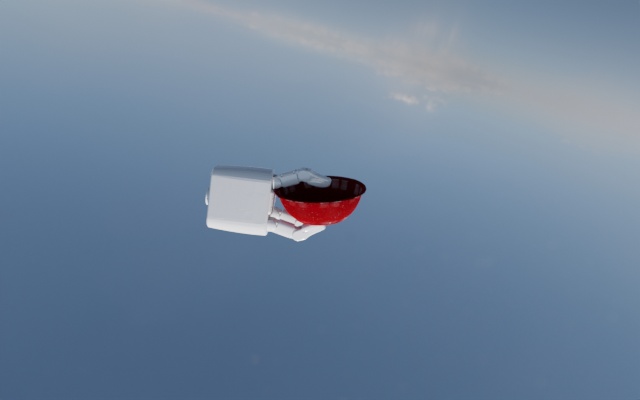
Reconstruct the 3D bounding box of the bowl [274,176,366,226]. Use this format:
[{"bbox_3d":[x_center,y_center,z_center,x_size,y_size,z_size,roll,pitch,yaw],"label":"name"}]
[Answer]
[{"bbox_3d":[0.001,0.003,0.842,0.162,0.055,0.162,-2,18,1],"label":"bowl"}]
